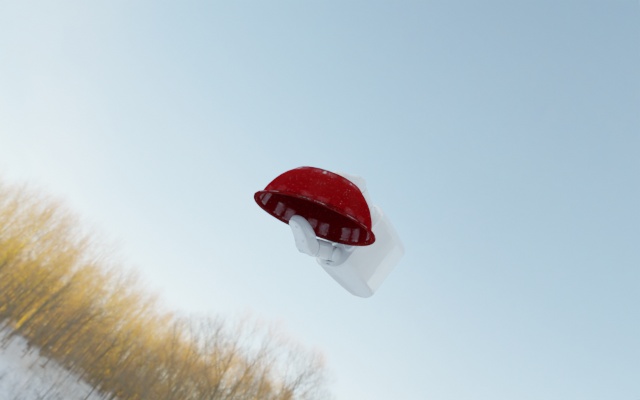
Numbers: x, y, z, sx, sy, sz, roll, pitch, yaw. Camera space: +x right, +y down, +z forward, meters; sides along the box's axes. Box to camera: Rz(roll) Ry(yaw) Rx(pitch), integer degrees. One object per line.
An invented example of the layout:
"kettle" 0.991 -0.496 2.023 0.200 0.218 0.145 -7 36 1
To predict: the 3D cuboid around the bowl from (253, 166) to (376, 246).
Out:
"bowl" 0.000 0.001 0.601 0.162 0.055 0.162 19 -16 6
